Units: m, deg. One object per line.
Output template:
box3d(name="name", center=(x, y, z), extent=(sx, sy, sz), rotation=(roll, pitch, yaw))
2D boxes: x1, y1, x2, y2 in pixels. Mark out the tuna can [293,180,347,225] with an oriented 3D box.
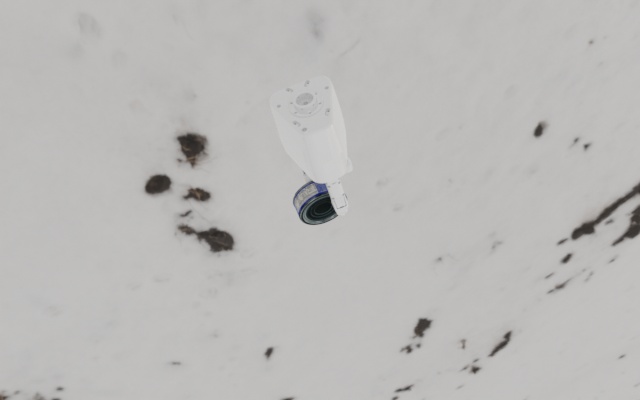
box3d(name="tuna can", center=(0.000, 0.003, 0.782), extent=(0.086, 0.033, 0.086), rotation=(-17, -34, -12))
